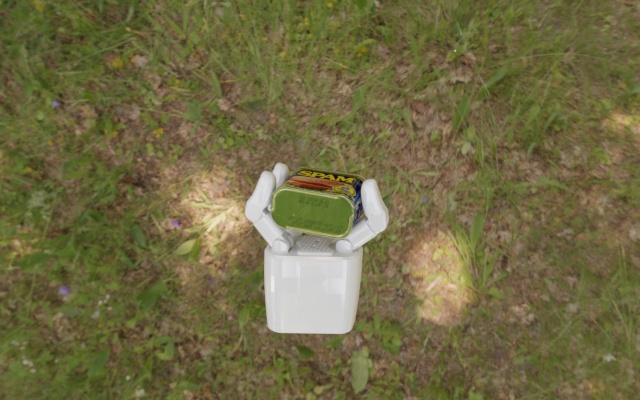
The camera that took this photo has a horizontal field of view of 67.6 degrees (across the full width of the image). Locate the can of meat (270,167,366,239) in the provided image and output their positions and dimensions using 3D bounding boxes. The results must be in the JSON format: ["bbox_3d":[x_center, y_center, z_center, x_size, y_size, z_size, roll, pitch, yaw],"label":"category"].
[{"bbox_3d":[0.000,0.002,0.562,0.102,0.057,0.084,9,20,13],"label":"can of meat"}]
